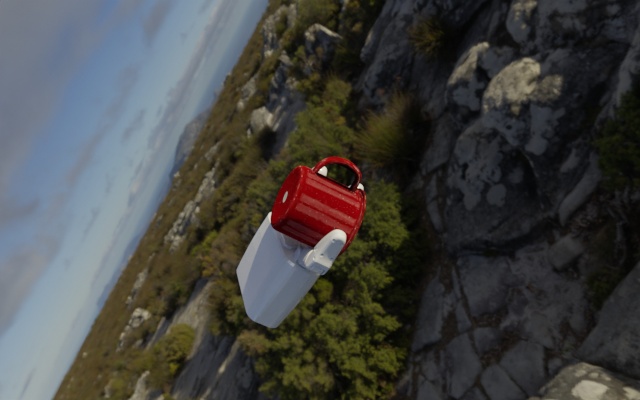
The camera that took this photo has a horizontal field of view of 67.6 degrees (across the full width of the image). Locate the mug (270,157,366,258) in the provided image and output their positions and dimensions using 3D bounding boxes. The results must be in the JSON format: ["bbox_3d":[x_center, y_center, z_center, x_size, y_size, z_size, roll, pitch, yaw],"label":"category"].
[{"bbox_3d":[0.001,0.001,0.553,0.081,0.117,0.093,26,23,-18],"label":"mug"}]
